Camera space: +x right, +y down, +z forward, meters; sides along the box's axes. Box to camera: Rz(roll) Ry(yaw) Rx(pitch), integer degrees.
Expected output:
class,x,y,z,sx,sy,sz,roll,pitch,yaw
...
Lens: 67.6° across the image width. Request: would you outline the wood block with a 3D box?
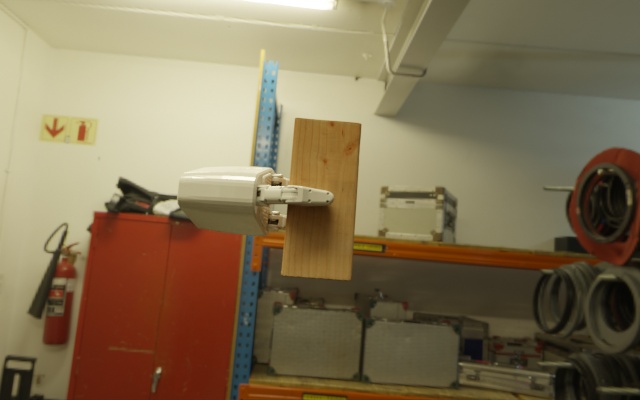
class,x,y,z,sx,sy,sz,roll,pitch,yaw
wood block,0.000,0.002,0.653,0.090,0.206,0.091,5,-7,-3
